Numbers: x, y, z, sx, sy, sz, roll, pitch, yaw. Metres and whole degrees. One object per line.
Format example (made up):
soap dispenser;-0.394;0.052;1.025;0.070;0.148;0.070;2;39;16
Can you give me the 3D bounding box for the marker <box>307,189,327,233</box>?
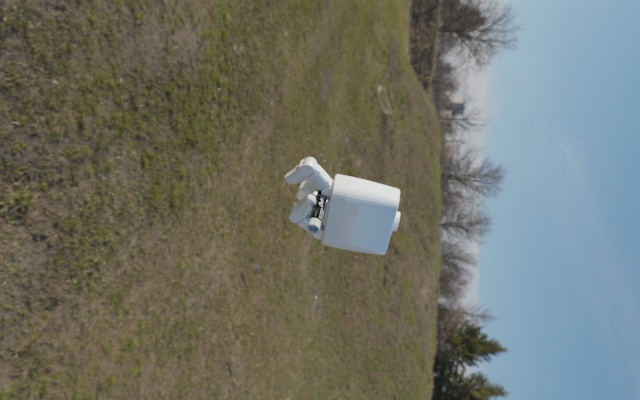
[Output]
marker;0.000;0.002;0.748;0.020;0.020;0.121;0;41;14
